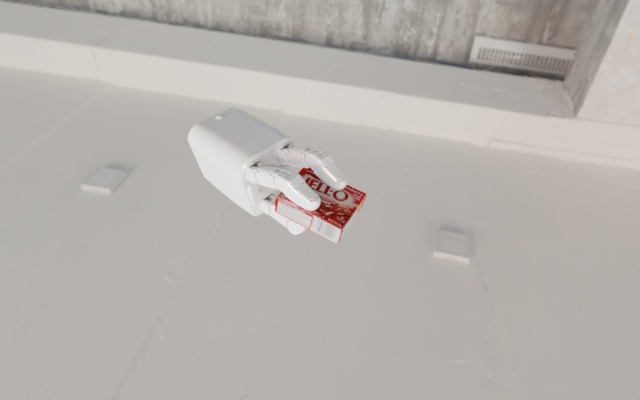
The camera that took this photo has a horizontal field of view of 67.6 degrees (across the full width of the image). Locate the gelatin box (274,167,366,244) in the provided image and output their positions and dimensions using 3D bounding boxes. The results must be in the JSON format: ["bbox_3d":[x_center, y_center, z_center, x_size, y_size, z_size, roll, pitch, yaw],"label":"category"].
[{"bbox_3d":[0.000,0.002,0.578,0.089,0.030,0.073,27,45,12],"label":"gelatin box"}]
